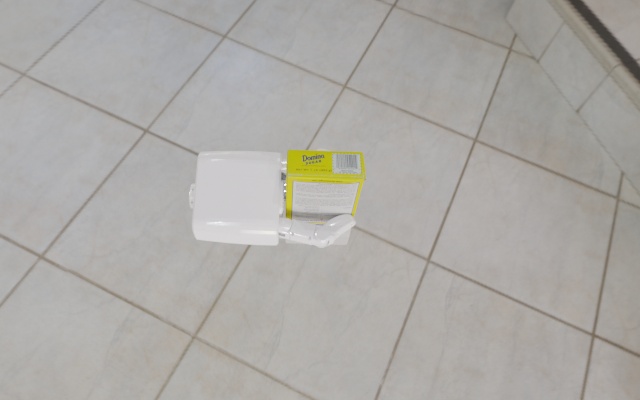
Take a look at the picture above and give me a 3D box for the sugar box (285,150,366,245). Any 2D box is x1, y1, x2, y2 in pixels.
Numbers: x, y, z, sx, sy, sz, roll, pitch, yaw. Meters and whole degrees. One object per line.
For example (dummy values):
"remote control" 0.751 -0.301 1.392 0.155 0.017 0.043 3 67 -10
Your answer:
"sugar box" 0.000 0.002 0.628 0.093 0.048 0.176 2 -29 -4
